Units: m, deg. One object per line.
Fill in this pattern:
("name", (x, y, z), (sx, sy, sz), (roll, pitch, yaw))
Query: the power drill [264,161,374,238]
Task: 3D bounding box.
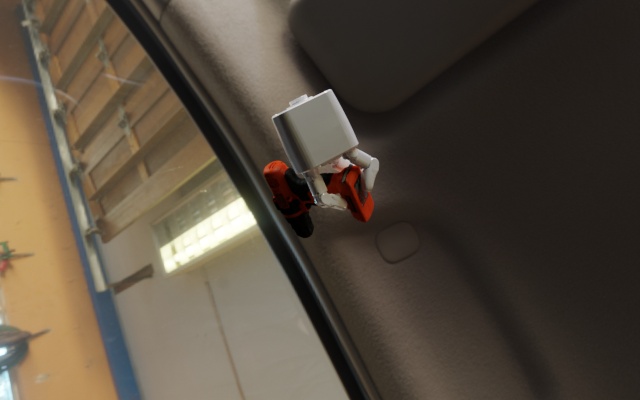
("power drill", (0.000, 0.003, 0.898), (0.187, 0.184, 0.057), (-2, 42, 29))
